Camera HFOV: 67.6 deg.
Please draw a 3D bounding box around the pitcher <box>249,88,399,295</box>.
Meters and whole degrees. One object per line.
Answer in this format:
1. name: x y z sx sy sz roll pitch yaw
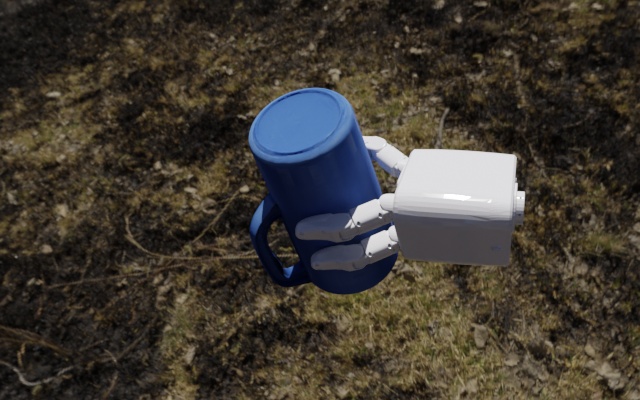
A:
1. pitcher: 0.000 0.002 0.547 0.145 0.149 0.243 5 -35 23
